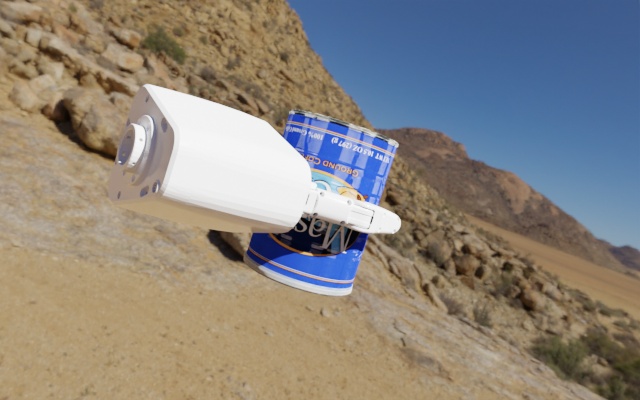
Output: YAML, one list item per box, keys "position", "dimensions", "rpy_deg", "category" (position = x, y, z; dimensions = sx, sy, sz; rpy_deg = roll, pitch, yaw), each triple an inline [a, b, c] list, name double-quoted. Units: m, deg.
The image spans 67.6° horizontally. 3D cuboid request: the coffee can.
- position: [0.000, 0.002, 0.432]
  dimensions: [0.103, 0.140, 0.103]
  rpy_deg: [18, 4, -1]
  category: "coffee can"
